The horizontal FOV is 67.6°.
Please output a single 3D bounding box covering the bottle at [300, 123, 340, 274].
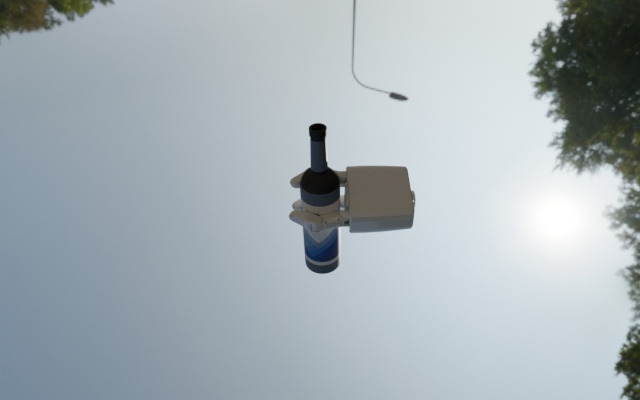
[{"bbox_3d":[0.000,0.003,0.808,0.069,0.296,0.069,-1,41,1],"label":"bottle"}]
